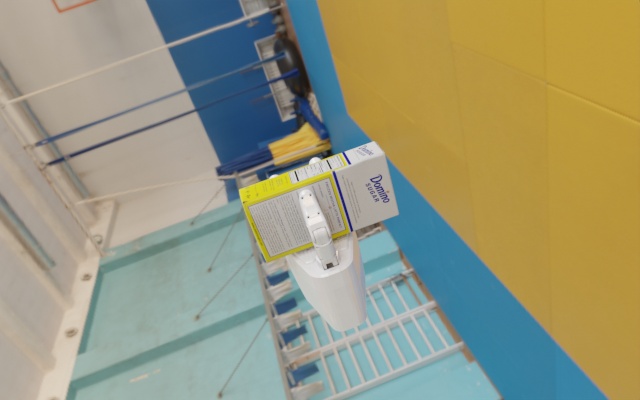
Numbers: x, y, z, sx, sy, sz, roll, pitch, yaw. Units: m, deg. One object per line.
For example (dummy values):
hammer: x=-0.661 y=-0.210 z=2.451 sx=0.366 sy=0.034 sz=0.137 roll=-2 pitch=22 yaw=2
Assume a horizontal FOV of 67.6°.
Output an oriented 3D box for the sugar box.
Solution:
sugar box: x=0.000 y=0.002 z=0.582 sx=0.176 sy=0.093 sz=0.048 roll=-20 pitch=32 yaw=-4
